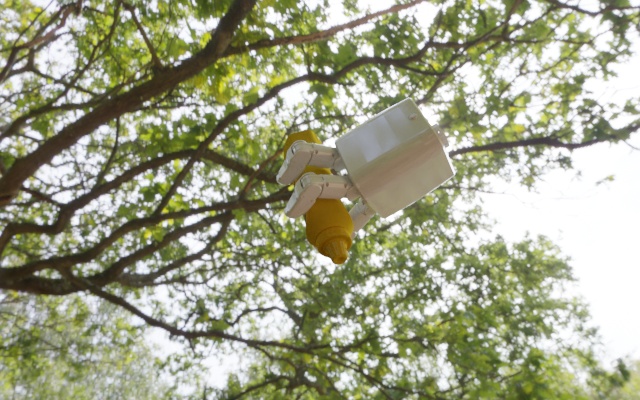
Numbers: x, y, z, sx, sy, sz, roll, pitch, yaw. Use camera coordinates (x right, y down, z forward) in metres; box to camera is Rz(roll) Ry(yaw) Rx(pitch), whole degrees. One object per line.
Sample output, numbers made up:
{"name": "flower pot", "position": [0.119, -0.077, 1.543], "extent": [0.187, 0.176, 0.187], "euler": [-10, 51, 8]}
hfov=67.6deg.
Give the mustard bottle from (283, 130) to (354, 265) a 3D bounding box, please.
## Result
{"name": "mustard bottle", "position": [0.000, 0.002, 0.598], "extent": [0.058, 0.096, 0.191], "euler": [-14, 45, -5]}
